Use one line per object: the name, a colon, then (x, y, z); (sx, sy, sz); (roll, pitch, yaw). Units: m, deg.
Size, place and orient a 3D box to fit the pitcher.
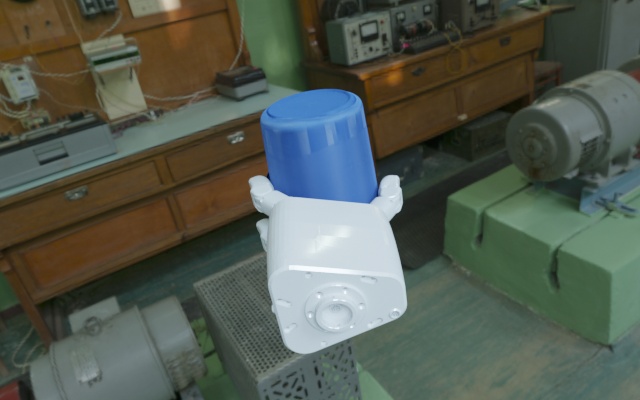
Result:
pitcher: (0.000, 0.002, 0.555); (0.149, 0.243, 0.145); (-9, 29, 3)
